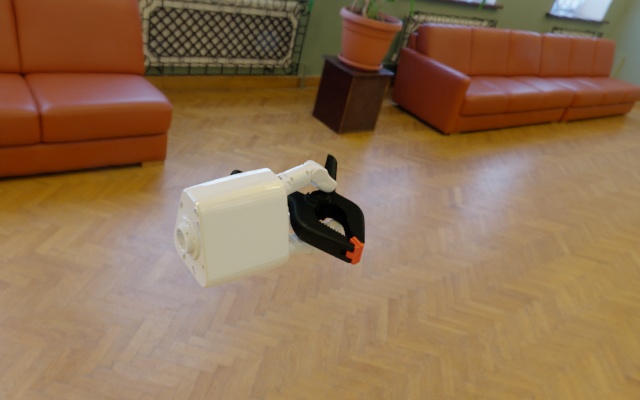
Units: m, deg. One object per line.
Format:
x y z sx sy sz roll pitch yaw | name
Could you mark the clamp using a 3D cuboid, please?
0.000 0.002 0.622 0.164 0.036 0.210 -19 44 -33 | clamp
